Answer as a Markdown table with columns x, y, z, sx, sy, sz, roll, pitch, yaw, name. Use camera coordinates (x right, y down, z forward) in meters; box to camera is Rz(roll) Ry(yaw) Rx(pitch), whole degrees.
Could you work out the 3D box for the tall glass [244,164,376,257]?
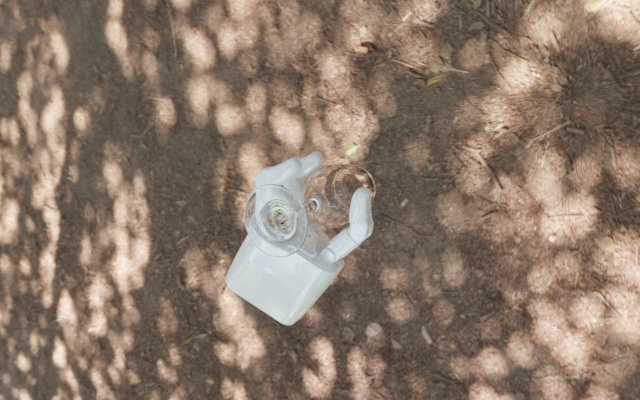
| x | y | z | sx | sy | sz | roll | pitch | yaw | name |
| --- | --- | --- | --- | --- | --- | --- | --- | --- | --- |
| 0.000 | 0.002 | 0.555 | 0.079 | 0.079 | 0.201 | 0 | 11 | 28 | tall glass |
